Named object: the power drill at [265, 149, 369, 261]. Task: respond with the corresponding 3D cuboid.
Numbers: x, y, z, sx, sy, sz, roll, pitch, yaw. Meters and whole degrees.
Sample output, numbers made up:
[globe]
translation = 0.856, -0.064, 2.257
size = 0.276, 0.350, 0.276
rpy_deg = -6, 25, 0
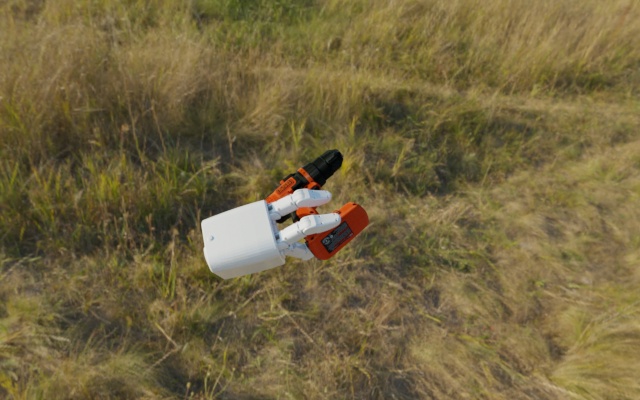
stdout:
[power drill]
translation = 0.000, 0.003, 0.809
size = 0.057, 0.184, 0.187
rpy_deg = 53, -7, -39
